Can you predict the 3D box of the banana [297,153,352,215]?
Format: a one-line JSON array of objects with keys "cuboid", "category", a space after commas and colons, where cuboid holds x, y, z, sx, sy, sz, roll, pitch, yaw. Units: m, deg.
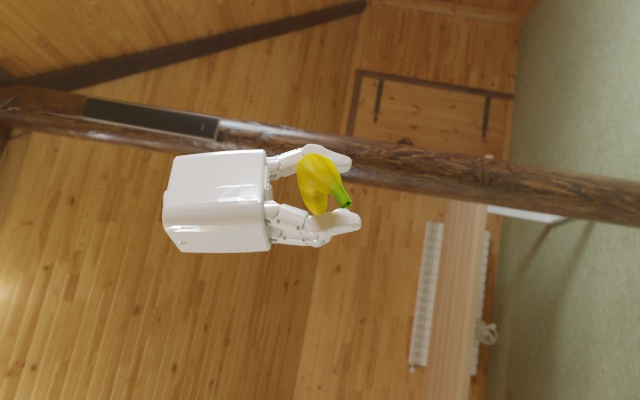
[{"cuboid": [-0.005, -0.016, 0.542, 0.037, 0.069, 0.198, -16, -2, -6], "category": "banana"}]
